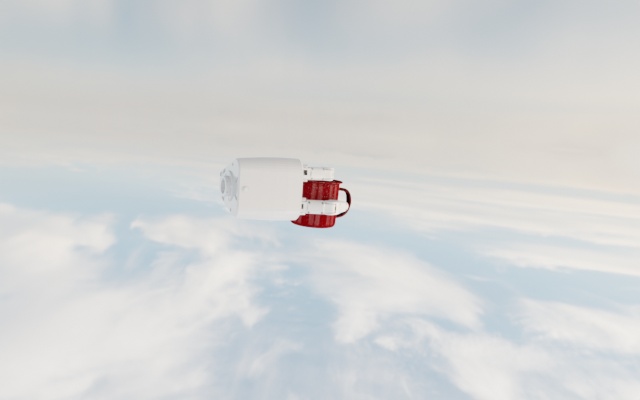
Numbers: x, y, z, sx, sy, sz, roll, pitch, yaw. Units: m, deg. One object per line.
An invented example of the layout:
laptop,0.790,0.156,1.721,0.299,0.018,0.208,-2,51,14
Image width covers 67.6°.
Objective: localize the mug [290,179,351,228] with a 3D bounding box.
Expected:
mug,0.001,0.003,0.848,0.117,0.081,0.093,2,8,-25
